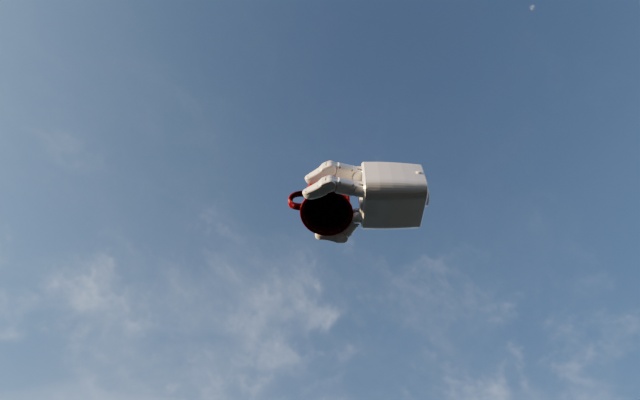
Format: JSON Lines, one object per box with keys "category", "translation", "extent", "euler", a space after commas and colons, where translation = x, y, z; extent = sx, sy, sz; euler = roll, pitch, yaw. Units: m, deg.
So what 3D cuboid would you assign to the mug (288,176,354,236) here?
{"category": "mug", "translation": [-0.001, 0.003, 0.861], "extent": [0.117, 0.093, 0.081], "euler": [3, 30, 1]}
